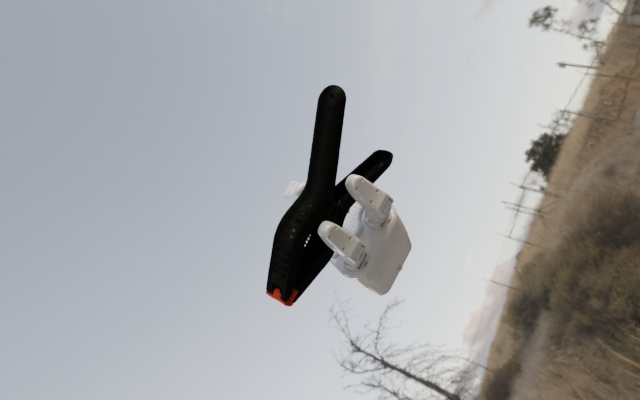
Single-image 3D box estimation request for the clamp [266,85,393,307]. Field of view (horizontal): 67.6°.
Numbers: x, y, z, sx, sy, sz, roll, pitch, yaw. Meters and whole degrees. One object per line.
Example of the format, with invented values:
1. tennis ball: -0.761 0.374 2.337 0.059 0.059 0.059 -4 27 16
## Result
1. clamp: -0.001 0.002 0.477 0.036 0.210 0.165 23 -13 32
